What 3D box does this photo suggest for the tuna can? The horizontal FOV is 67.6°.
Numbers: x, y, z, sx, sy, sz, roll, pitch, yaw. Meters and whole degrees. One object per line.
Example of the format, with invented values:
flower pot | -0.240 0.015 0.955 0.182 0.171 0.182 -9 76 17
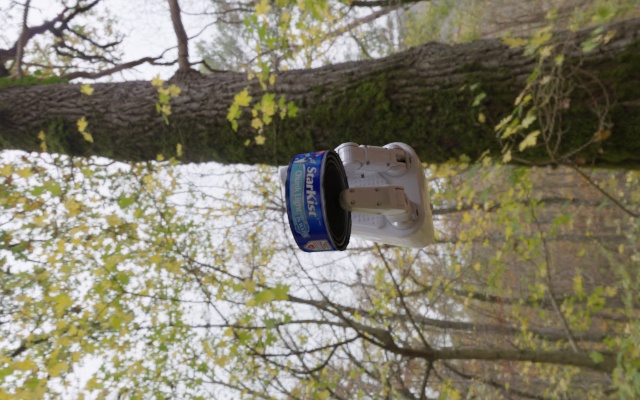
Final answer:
tuna can | -0.001 0.001 0.403 0.034 0.086 0.086 -6 -2 17
